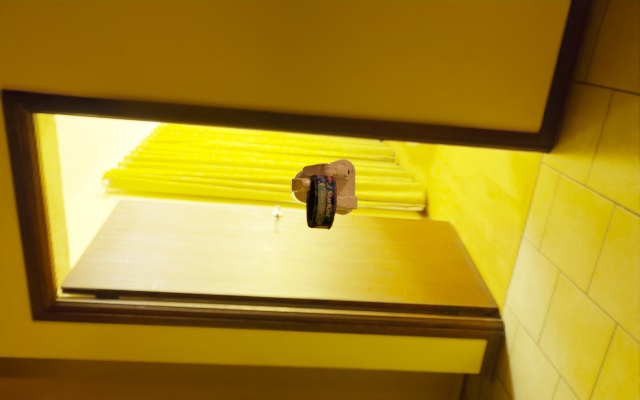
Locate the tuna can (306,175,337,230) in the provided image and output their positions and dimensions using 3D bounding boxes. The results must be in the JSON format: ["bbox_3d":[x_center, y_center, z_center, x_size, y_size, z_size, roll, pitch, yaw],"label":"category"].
[{"bbox_3d":[0.000,0.002,0.748,0.034,0.086,0.086,4,-1,-11],"label":"tuna can"}]
